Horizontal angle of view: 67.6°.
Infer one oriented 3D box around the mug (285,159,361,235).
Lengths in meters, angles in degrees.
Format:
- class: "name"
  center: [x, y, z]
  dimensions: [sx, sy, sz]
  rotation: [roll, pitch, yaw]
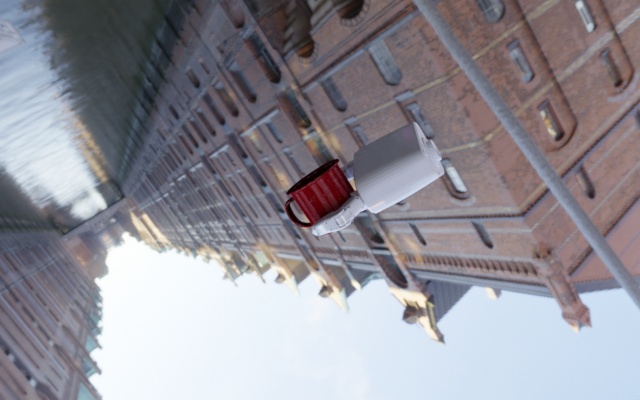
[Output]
- class: "mug"
  center: [-0.001, 0.003, 0.713]
  dimensions: [0.117, 0.081, 0.093]
  rotation: [-29, 11, 23]
